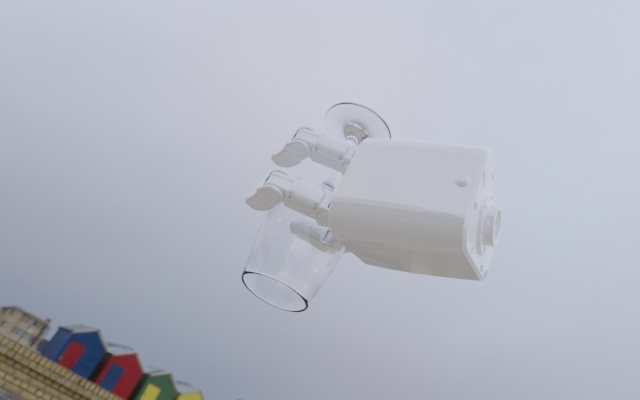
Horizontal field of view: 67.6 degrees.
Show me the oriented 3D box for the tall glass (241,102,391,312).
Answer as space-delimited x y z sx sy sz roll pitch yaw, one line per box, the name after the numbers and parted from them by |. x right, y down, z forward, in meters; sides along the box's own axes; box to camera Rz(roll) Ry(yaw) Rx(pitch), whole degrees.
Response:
0.000 0.001 0.448 0.079 0.201 0.079 20 -32 13 | tall glass
